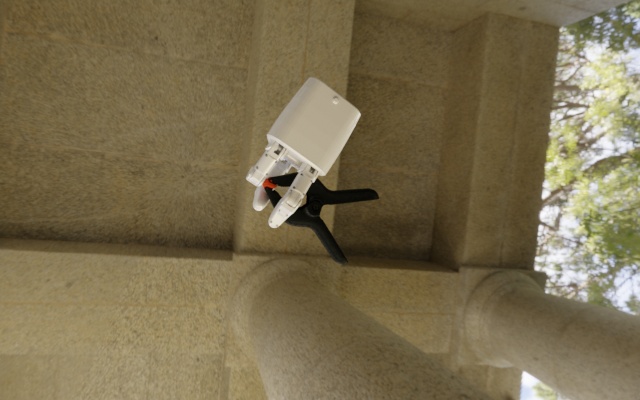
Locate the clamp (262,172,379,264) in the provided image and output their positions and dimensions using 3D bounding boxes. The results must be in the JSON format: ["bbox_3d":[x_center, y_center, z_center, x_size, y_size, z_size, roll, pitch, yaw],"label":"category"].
[{"bbox_3d":[0.000,0.002,0.698,0.171,0.120,0.039,35,-8,-14],"label":"clamp"}]
